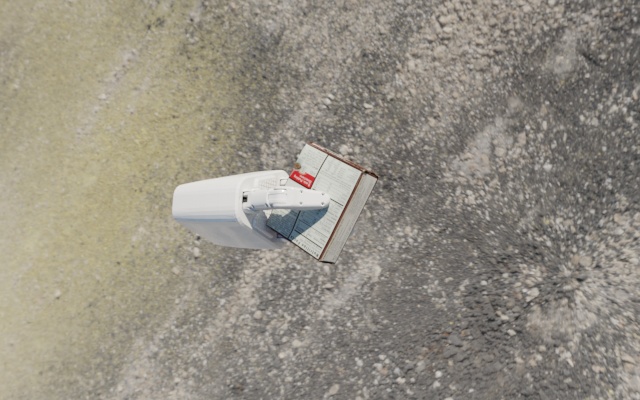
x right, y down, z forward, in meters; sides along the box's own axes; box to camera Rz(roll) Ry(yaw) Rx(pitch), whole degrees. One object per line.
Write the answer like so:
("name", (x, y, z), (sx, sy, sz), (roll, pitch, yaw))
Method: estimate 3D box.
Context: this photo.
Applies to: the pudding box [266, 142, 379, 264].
("pudding box", (0.000, 0.002, 0.537), (0.090, 0.113, 0.039), (31, 9, 33))
